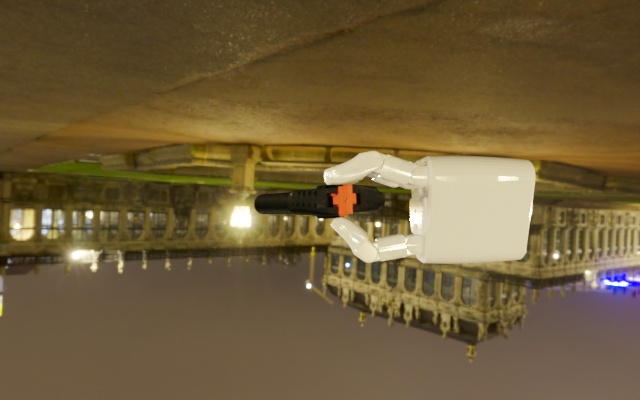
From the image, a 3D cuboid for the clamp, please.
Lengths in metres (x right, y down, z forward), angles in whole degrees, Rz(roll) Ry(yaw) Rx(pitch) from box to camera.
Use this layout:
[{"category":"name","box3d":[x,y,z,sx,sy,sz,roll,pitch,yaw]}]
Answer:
[{"category":"clamp","box3d":[0.000,0.003,0.518,0.164,0.036,0.210,-3,0,0]}]
